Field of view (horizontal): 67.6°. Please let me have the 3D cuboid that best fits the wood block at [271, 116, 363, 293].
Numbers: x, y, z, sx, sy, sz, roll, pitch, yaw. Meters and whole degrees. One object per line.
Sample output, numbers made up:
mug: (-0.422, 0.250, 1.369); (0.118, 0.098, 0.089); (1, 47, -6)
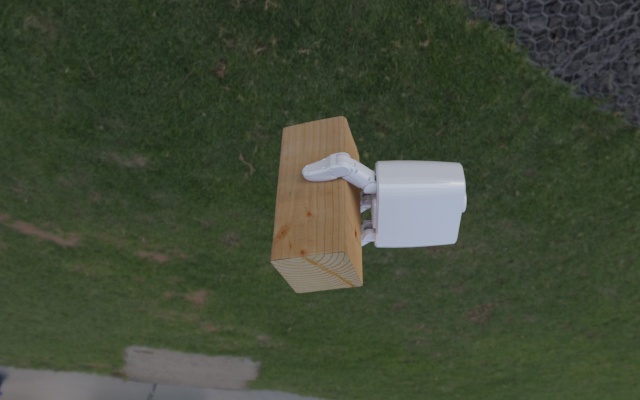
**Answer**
wood block: (0.000, 0.002, 0.617); (0.090, 0.206, 0.091); (-9, -36, 14)
